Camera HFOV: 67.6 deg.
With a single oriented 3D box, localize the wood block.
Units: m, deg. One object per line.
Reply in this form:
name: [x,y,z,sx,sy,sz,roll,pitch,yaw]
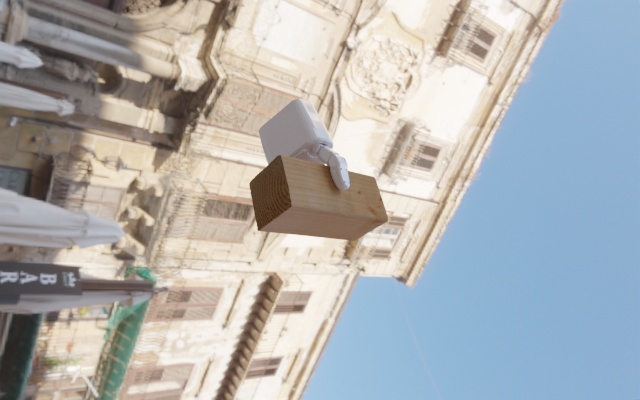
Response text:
wood block: [0.000,0.002,0.776,0.206,0.090,0.091,9,-34,-40]
